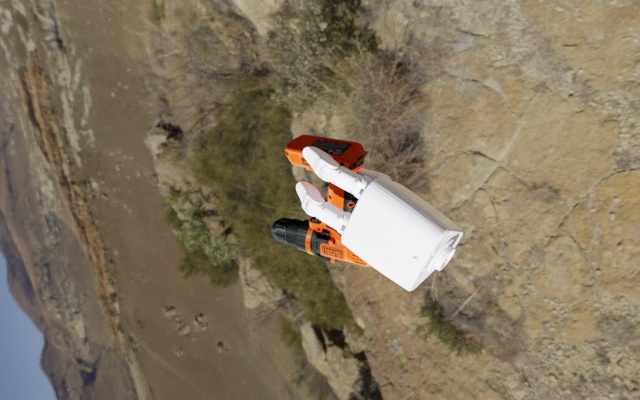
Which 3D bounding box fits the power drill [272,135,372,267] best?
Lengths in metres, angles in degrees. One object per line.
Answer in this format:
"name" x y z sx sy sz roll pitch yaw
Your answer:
"power drill" 0.000 0.002 0.686 0.184 0.188 0.057 11 37 25
